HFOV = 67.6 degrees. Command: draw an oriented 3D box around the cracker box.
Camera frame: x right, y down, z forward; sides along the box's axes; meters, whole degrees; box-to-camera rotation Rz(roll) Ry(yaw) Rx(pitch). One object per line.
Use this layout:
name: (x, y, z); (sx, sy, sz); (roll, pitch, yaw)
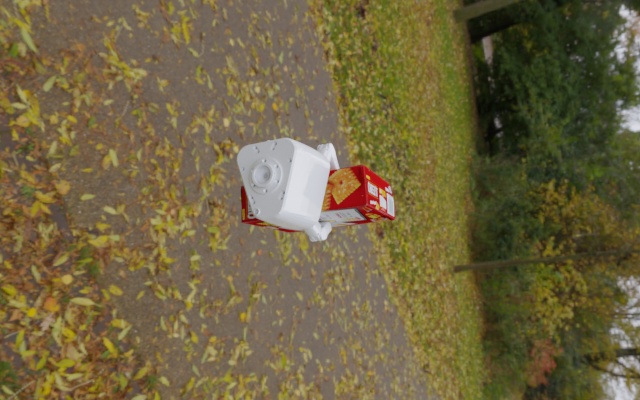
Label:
cracker box: (0.000, 0.003, 0.799); (0.214, 0.072, 0.164); (-8, -12, 23)
